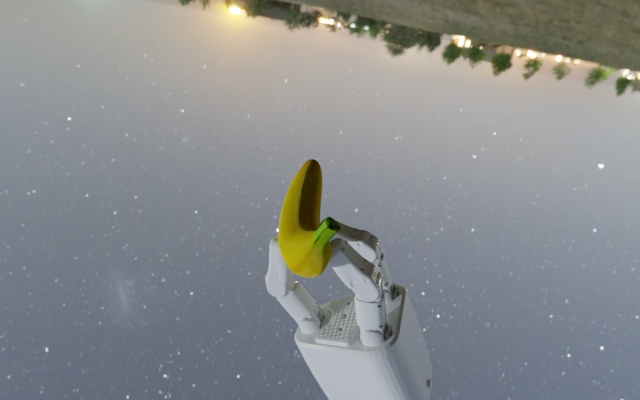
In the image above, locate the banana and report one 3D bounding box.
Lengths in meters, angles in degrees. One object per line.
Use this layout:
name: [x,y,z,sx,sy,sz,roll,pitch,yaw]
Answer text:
banana: [-0.011,0.017,0.420,0.037,0.069,0.197,33,12,-16]
